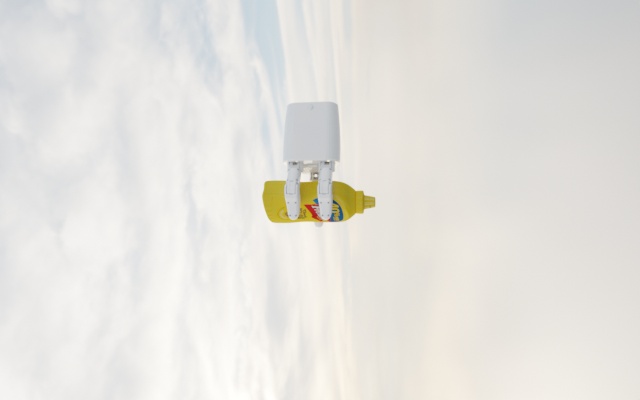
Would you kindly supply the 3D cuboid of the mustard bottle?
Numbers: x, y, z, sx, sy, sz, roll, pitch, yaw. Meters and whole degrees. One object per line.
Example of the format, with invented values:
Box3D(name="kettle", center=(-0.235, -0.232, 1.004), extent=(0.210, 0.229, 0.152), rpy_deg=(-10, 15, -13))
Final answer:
Box3D(name="mustard bottle", center=(0.000, 0.003, 0.837), extent=(0.191, 0.058, 0.096), rpy_deg=(-1, -36, 8))
